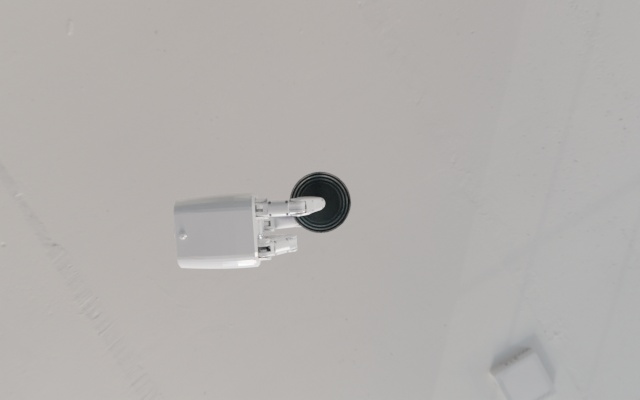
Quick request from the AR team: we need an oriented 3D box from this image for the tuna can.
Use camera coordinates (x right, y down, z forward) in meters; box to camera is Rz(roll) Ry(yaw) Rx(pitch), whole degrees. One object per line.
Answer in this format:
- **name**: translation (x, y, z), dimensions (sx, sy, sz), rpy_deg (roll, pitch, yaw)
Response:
- **tuna can**: translation (0.000, 0.002, 0.680), dimensions (0.086, 0.086, 0.034), rpy_deg (0, 2, 2)
